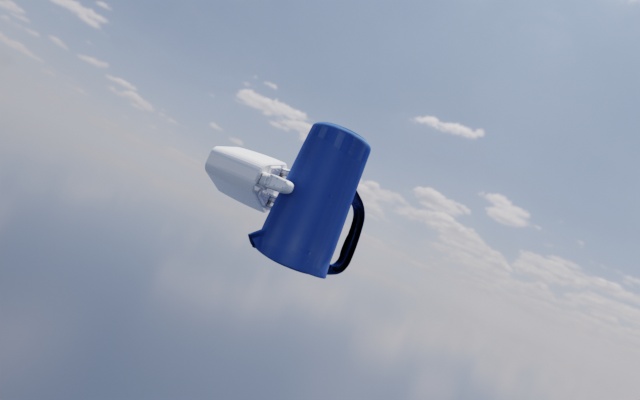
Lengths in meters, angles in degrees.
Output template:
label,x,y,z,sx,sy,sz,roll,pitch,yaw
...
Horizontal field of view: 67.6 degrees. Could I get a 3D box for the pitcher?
label,x,y,z,sx,sy,sz,roll,pitch,yaw
pitcher,0.000,0.003,0.800,0.145,0.243,0.149,22,-4,20
